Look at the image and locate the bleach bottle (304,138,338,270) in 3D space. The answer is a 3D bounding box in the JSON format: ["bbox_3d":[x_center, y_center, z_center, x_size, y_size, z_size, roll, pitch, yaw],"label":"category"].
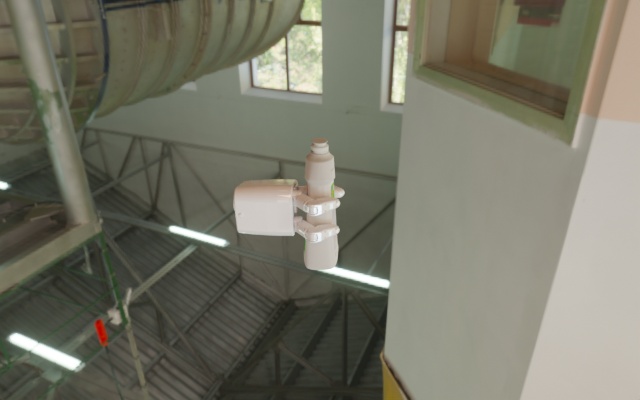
[{"bbox_3d":[0.000,0.003,0.899,0.068,0.251,0.102,1,28,3],"label":"bleach bottle"}]
